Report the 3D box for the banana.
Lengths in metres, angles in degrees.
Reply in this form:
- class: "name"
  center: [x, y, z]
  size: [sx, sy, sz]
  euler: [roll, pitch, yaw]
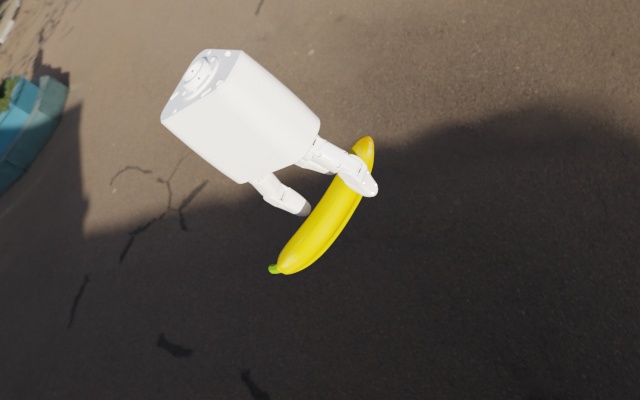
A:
- class: "banana"
  center: [0.006, 0.011, 0.535]
  size: [0.037, 0.198, 0.069]
  euler: [37, 1, -34]
